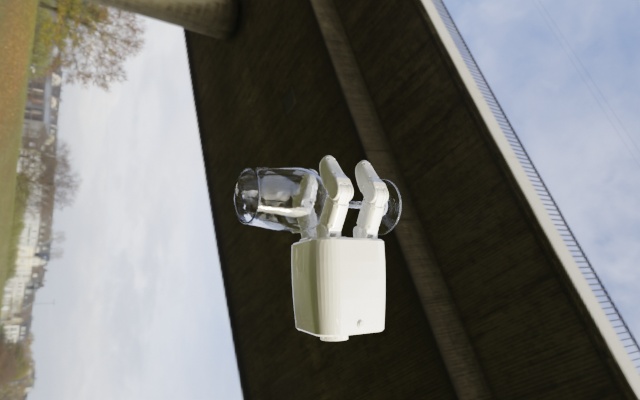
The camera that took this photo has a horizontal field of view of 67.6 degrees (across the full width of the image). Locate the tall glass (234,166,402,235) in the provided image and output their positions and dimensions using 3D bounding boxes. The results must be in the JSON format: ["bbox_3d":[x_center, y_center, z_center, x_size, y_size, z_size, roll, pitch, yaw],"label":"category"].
[{"bbox_3d":[0.001,0.002,0.576,0.201,0.079,0.079,5,-3,-35],"label":"tall glass"}]
